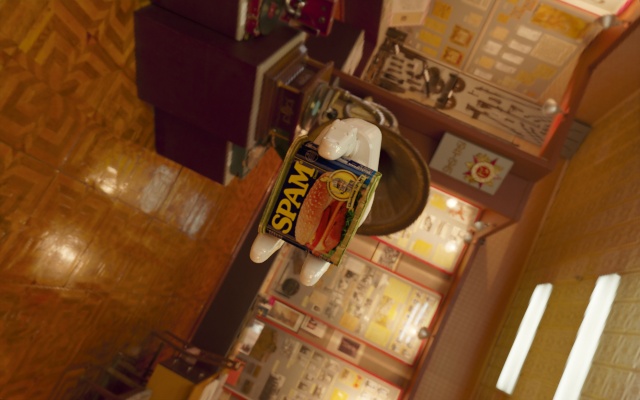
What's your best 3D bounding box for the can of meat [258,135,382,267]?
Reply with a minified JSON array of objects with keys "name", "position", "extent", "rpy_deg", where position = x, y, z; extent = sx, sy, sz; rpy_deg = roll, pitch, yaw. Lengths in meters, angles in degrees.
[{"name":"can of meat","position":[0.000,0.002,0.455],"extent":[0.084,0.102,0.057],"rpy_deg":[25,16,7]}]
